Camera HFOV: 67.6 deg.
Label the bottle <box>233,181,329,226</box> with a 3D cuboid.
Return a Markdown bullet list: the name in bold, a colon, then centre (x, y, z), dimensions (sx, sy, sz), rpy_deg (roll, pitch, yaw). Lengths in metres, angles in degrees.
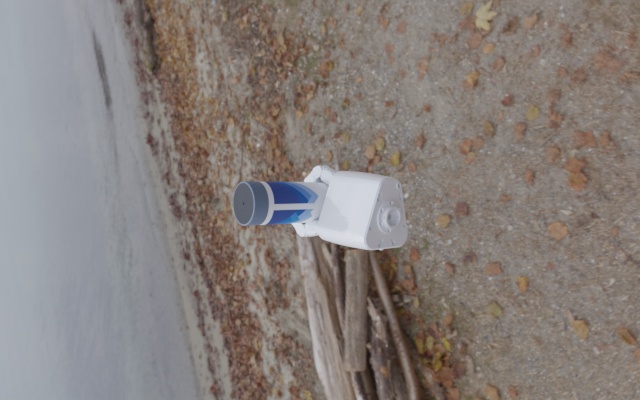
- **bottle**: centre (0.000, 0.003, 0.803), dimensions (0.296, 0.069, 0.069), rpy_deg (-1, 1, -38)
